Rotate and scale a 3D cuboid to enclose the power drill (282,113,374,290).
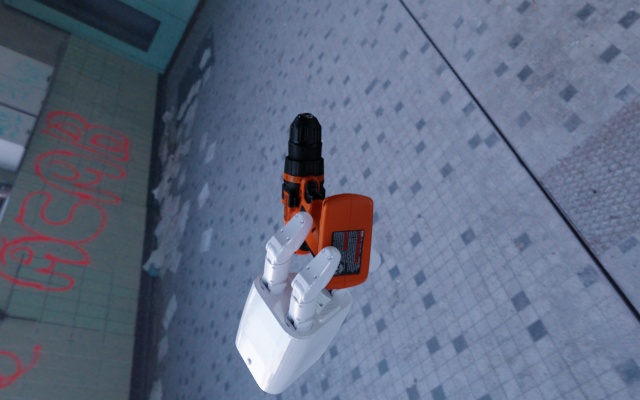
[{"bbox_3d":[0.000,0.002,0.551,0.057,0.184,0.187,-4,19,-16],"label":"power drill"}]
